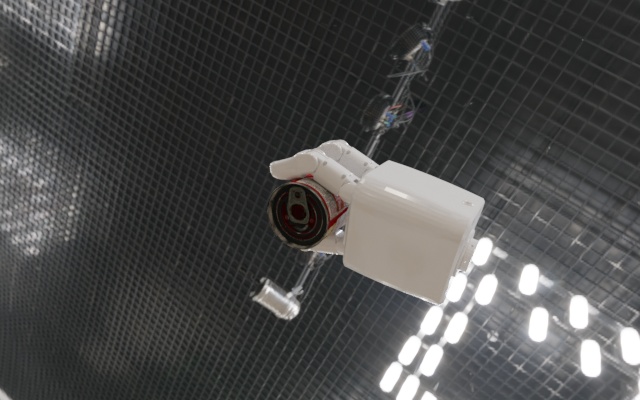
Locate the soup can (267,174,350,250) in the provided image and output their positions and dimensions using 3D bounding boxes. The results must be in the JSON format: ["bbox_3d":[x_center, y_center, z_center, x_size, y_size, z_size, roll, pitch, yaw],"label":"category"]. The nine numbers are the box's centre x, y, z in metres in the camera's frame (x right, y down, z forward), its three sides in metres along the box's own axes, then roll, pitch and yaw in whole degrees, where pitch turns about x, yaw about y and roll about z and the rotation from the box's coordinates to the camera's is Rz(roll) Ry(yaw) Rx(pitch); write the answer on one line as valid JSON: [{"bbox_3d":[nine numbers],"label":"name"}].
[{"bbox_3d":[0.000,0.001,0.503,0.068,0.068,0.102,0,16,29],"label":"soup can"}]
